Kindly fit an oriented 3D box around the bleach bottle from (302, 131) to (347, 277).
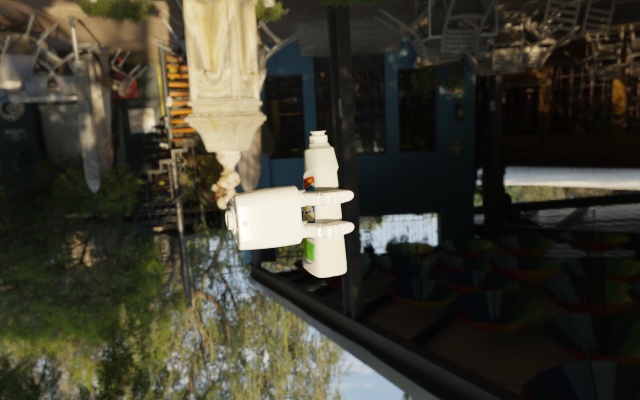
[{"bbox_3d":[0.000,0.003,0.851,0.068,0.251,0.102,-7,10,-19],"label":"bleach bottle"}]
